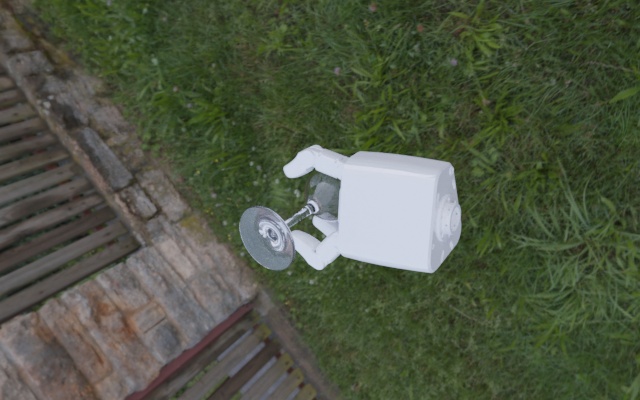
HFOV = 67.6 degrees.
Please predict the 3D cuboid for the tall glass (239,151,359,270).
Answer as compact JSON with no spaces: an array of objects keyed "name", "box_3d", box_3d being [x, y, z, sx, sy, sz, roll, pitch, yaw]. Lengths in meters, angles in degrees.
[{"name":"tall glass","box_3d":[0.000,0.002,0.566,0.079,0.079,0.201,0,23,38]}]
